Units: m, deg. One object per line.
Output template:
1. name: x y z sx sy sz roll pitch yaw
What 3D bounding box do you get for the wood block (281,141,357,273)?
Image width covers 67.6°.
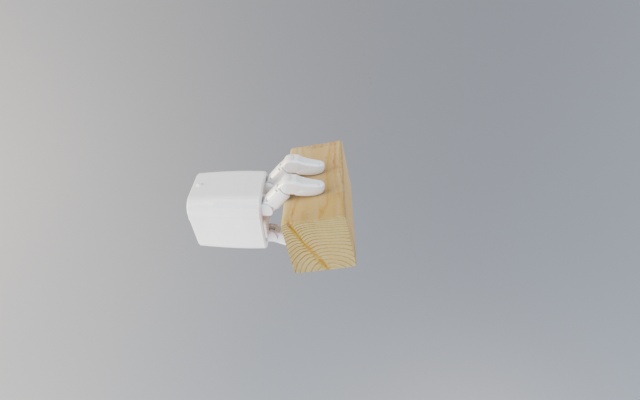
1. wood block: 0.000 0.003 0.724 0.090 0.091 0.206 -8 35 7
